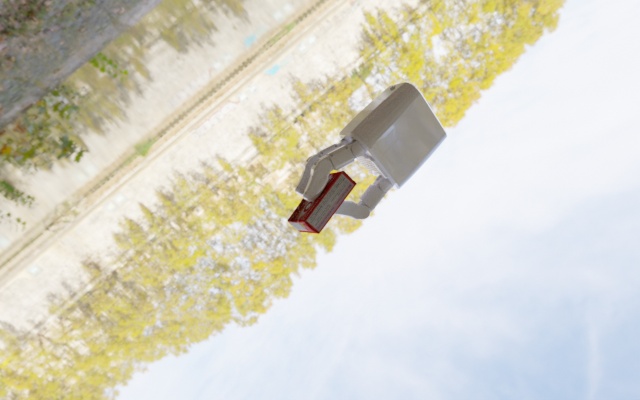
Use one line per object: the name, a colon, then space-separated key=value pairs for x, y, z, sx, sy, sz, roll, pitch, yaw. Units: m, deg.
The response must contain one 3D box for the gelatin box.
gelatin box: x=0.000 y=0.003 z=0.651 sx=0.030 sy=0.089 sz=0.073 roll=41 pitch=-15 yaw=-16
